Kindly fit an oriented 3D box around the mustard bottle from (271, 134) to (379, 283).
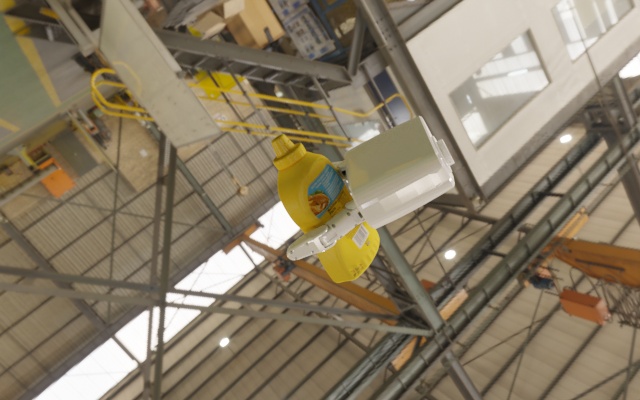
[{"bbox_3d":[0.000,0.002,0.589,0.058,0.192,0.096,-17,24,40],"label":"mustard bottle"}]
